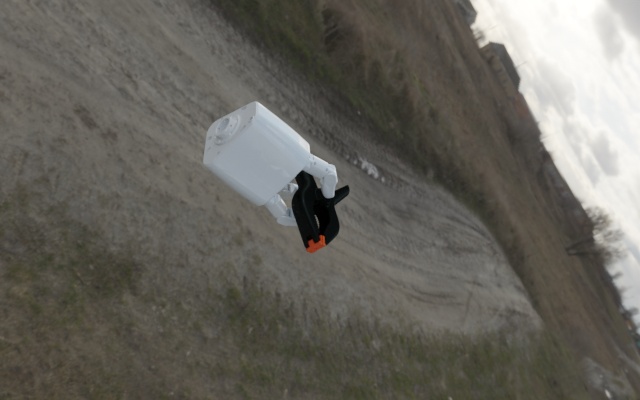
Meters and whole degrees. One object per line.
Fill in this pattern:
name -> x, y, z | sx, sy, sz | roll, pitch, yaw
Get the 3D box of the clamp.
clamp -> 0.001, 0.002, 0.764 | 0.036, 0.209, 0.165 | -33, -49, 27
